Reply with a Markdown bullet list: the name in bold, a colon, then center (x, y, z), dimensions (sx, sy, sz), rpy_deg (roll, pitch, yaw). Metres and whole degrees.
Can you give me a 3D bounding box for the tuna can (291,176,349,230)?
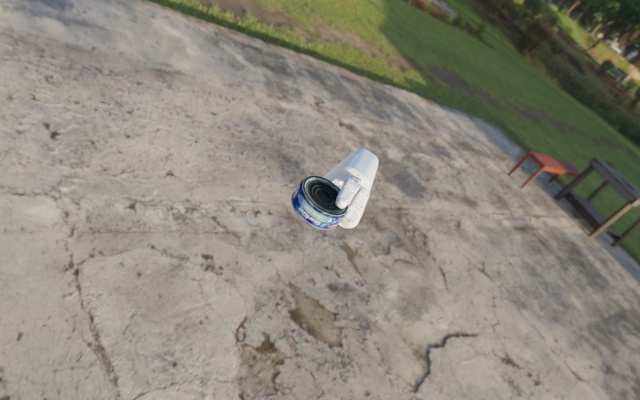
- **tuna can**: center (0.000, 0.002, 0.737), dimensions (0.086, 0.086, 0.034), rpy_deg (0, -41, -41)
